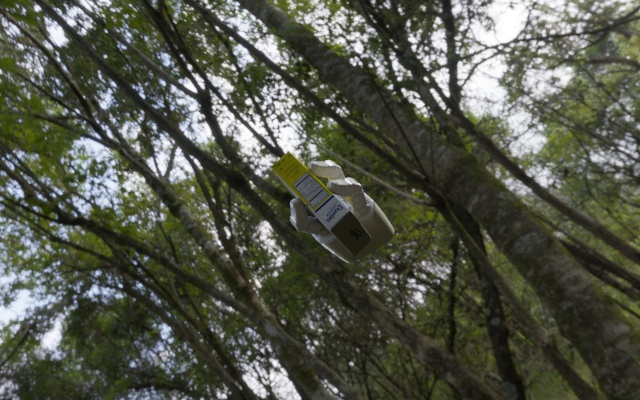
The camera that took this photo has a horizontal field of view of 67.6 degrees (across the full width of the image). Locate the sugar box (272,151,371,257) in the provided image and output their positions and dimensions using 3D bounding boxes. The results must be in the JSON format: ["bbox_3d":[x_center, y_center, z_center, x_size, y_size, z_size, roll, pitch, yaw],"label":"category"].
[{"bbox_3d":[0.001,0.002,0.738,0.176,0.048,0.093,42,-5,40],"label":"sugar box"}]
